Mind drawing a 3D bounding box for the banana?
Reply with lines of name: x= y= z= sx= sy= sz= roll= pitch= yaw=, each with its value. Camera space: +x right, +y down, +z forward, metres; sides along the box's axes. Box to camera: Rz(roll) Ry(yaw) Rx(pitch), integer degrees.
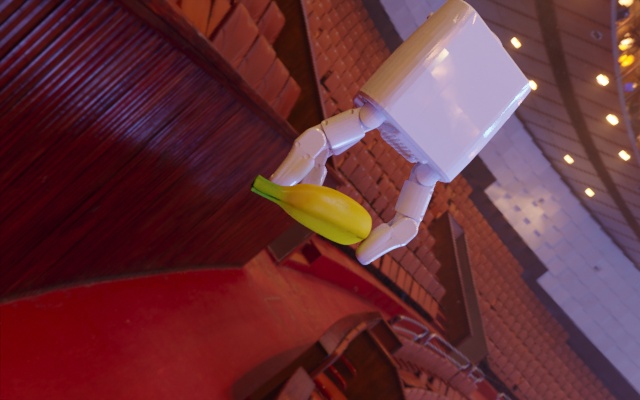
banana: x=0.013 y=0.011 z=0.412 sx=0.069 sy=0.037 sz=0.198 roll=37 pitch=2 yaw=20
